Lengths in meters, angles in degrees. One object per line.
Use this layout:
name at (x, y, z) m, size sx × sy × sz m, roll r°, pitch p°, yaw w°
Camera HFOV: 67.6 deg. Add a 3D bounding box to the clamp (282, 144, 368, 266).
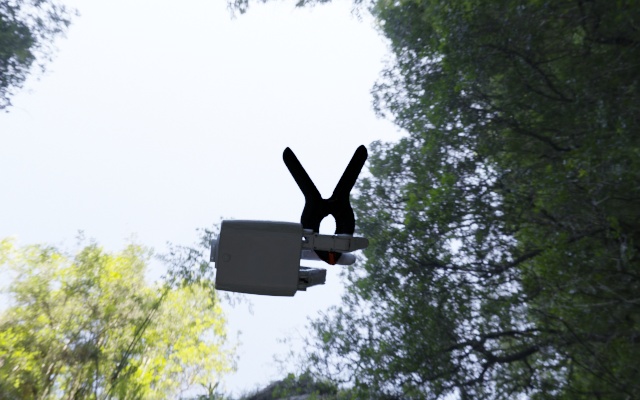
clamp at (0.000, 0.002, 0.653) m, size 0.120 × 0.171 × 0.039 m, roll 6°, pitch 2°, yaw -12°
